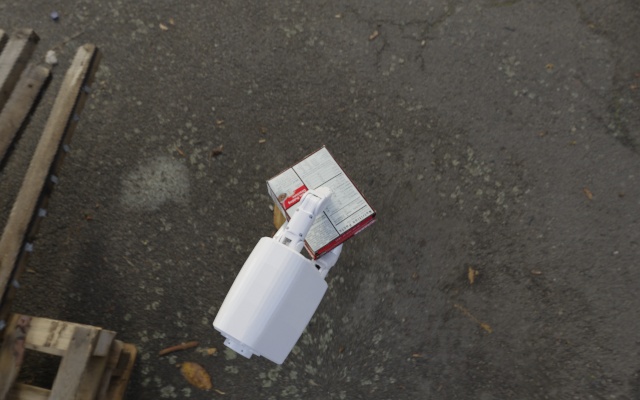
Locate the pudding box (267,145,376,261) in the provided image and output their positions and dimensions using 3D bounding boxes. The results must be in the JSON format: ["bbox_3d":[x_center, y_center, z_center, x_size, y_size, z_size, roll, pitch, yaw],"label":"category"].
[{"bbox_3d":[0.000,0.002,0.578,0.090,0.113,0.039,-32,-18,-10],"label":"pudding box"}]
